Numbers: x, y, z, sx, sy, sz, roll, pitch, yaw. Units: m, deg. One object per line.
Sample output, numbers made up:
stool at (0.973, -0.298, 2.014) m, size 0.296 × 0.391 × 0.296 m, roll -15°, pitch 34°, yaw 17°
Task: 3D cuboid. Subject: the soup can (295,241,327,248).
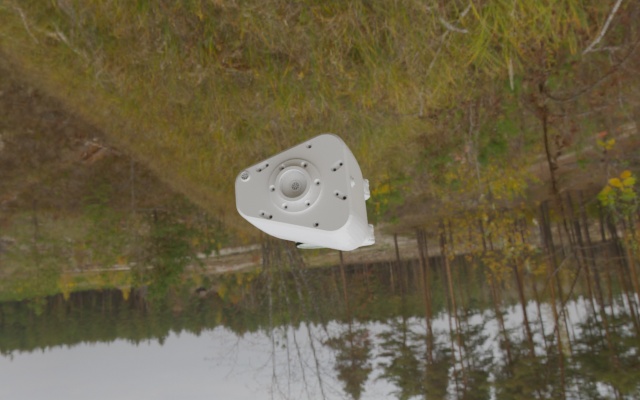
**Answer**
soup can at (0.000, 0.002, 0.568) m, size 0.068 × 0.102 × 0.068 m, roll -5°, pitch -12°, yaw -1°
